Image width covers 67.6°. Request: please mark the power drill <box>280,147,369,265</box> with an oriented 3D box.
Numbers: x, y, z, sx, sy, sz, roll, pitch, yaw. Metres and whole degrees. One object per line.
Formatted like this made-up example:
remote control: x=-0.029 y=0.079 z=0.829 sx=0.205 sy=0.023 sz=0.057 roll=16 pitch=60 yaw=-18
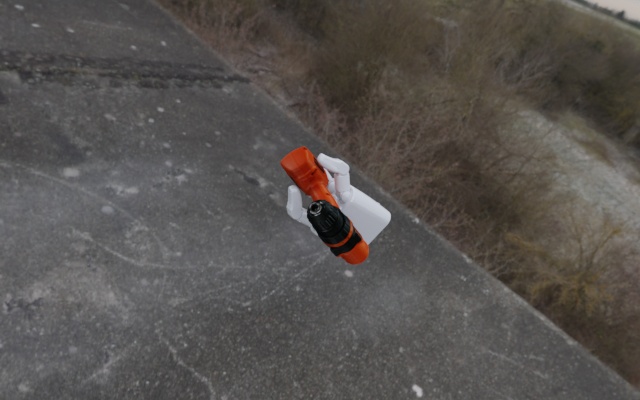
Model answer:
power drill: x=0.000 y=0.002 z=0.763 sx=0.057 sy=0.187 sz=0.184 roll=-31 pitch=-35 yaw=5
